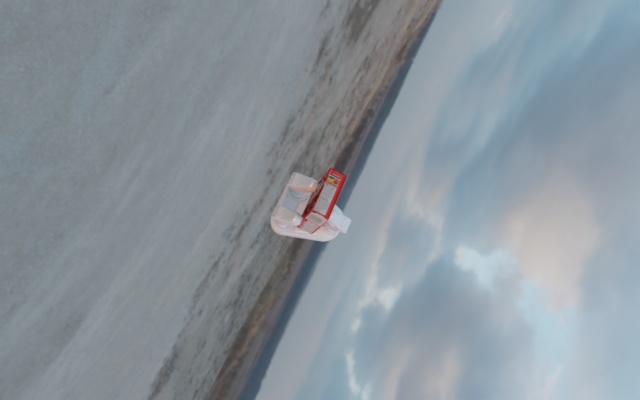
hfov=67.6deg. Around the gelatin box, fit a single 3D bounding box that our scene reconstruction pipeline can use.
[{"bbox_3d":[0.001,0.002,0.686,0.030,0.073,0.089,28,-22,-7],"label":"gelatin box"}]
